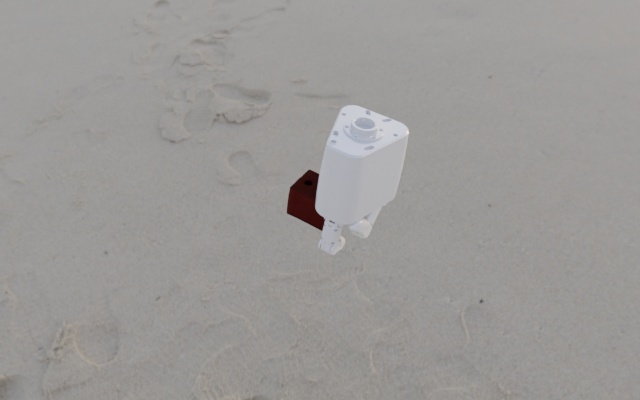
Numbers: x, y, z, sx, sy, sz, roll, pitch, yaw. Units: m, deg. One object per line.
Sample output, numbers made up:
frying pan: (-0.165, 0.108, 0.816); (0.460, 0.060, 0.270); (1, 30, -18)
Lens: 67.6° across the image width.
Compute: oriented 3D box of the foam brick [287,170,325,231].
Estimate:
foam brick: (0.000, 0.002, 0.663); (0.078, 0.051, 0.053); (26, 46, 19)
